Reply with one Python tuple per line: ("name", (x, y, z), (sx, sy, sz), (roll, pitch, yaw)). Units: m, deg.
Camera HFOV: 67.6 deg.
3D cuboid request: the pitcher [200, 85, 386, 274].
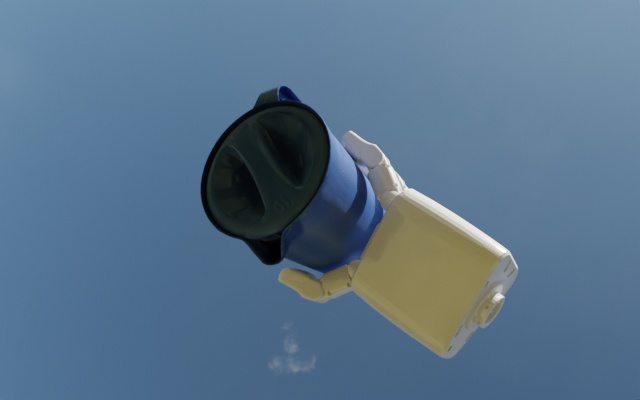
("pitcher", (0.000, 0.002, 0.510), (0.145, 0.149, 0.243), (34, -3, 35))
